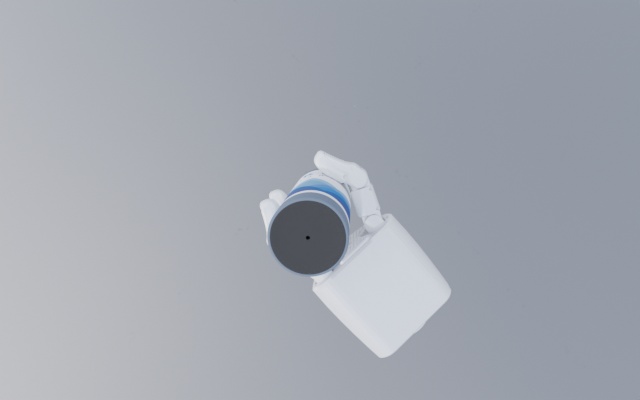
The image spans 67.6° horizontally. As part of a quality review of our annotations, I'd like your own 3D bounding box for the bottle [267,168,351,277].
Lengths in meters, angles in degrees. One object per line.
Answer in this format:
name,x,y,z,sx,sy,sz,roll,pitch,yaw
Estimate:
bottle,0.000,0.002,0.526,0.069,0.069,0.295,0,11,4
